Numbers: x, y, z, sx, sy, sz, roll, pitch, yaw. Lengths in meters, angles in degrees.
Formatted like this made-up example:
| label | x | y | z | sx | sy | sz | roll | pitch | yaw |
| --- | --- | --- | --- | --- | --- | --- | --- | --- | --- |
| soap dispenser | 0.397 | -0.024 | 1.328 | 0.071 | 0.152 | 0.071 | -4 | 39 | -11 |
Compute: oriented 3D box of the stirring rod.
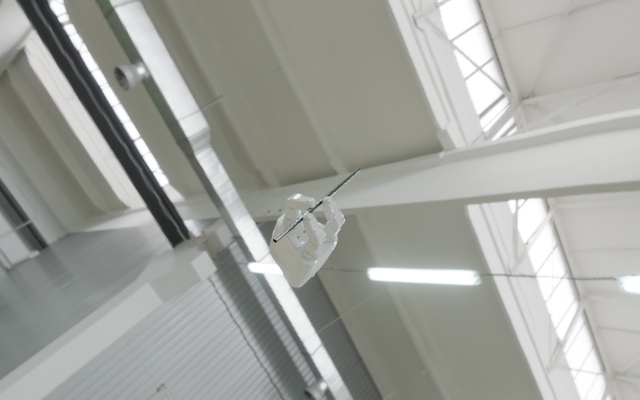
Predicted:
| label | x | y | z | sx | sy | sz | roll | pitch | yaw |
| --- | --- | --- | --- | --- | --- | --- | --- | --- | --- |
| stirring rod | 0.000 | 0.003 | 0.837 | 0.011 | 0.011 | 0.239 | 0 | 31 | 46 |
